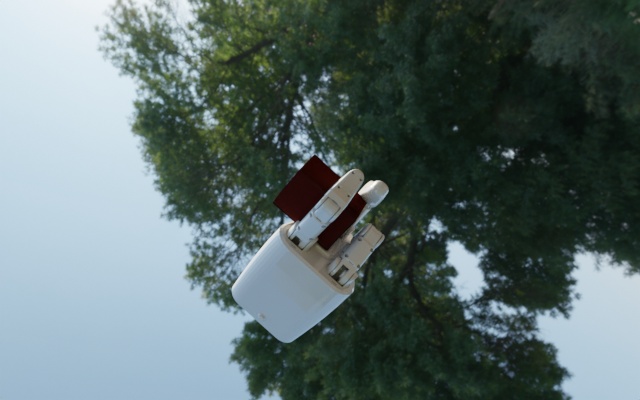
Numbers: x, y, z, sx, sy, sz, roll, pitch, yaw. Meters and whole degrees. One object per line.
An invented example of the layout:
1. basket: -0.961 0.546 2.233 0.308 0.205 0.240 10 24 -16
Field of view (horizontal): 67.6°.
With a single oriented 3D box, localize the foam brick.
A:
1. foam brick: 0.000 0.001 0.498 0.051 0.078 0.053 -47 1 29
